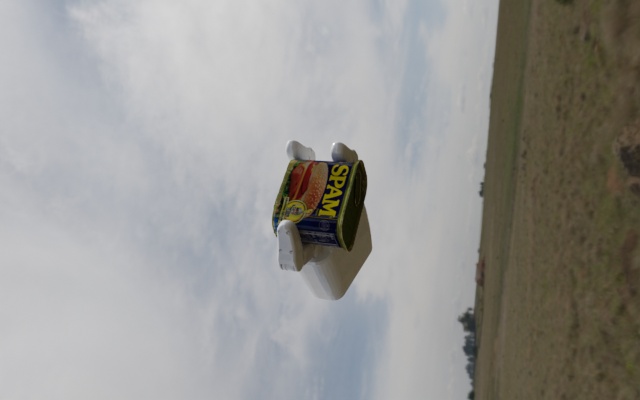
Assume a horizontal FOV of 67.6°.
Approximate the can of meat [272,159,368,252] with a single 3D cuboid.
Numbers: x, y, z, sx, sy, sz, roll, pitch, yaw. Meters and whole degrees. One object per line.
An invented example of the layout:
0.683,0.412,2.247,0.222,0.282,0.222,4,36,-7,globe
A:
0.000,0.002,0.537,0.084,0.102,0.057,5,-32,20,can of meat
